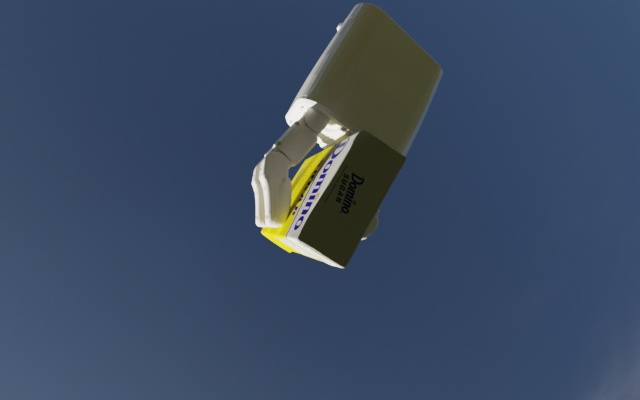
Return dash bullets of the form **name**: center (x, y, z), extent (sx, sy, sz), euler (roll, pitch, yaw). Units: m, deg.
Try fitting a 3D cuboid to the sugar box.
- **sugar box**: center (0.000, 0.001, 0.407), extent (0.048, 0.093, 0.176), euler (32, -10, -9)
